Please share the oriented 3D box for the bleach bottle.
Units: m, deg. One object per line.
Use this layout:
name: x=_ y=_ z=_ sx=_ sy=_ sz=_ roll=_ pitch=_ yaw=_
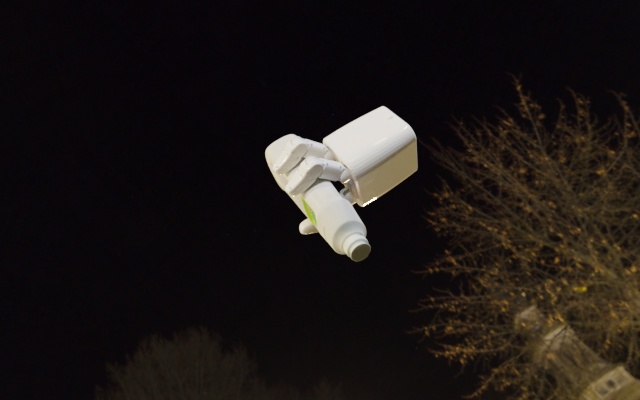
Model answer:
bleach bottle: x=0.000 y=0.002 z=0.684 sx=0.068 sy=0.103 sz=0.250 roll=-31 pitch=43 yaw=-6
